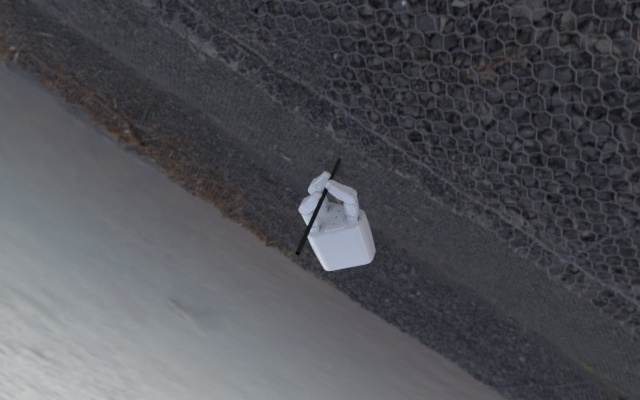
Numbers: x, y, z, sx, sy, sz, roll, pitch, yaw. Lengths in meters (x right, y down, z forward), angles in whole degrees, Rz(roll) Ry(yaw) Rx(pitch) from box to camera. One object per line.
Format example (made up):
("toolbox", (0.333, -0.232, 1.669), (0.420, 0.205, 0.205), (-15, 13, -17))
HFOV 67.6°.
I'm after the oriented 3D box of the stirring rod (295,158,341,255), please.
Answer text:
("stirring rod", (0.000, 0.003, 0.835), (0.011, 0.011, 0.239), (0, 42, 24))
